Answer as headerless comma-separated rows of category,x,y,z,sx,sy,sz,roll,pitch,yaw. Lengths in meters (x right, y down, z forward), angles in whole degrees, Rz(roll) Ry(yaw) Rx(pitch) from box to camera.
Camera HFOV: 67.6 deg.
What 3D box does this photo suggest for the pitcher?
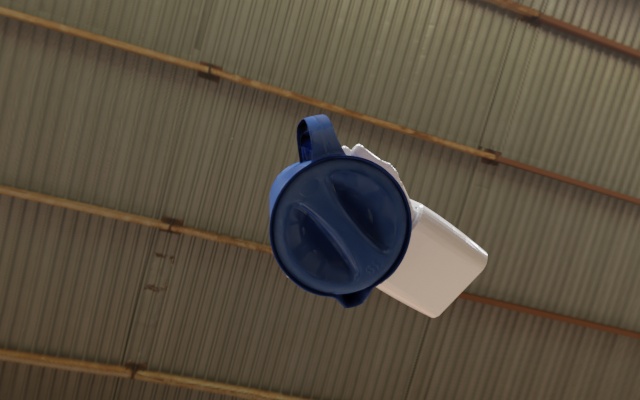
pitcher,0.000,0.002,0.545,0.145,0.149,0.243,32,1,-12
